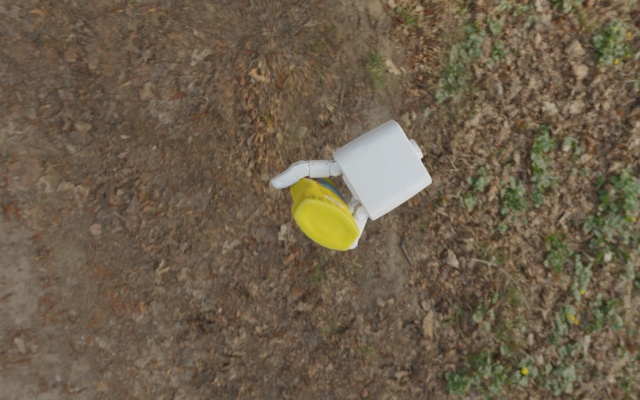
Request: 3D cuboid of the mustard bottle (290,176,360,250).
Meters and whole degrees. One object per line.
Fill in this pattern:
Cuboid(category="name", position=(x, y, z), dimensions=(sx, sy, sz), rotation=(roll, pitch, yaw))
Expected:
Cuboid(category="mustard bottle", position=(0.000, 0.003, 0.718), dimensions=(0.096, 0.058, 0.191), rotation=(31, 14, -15))
